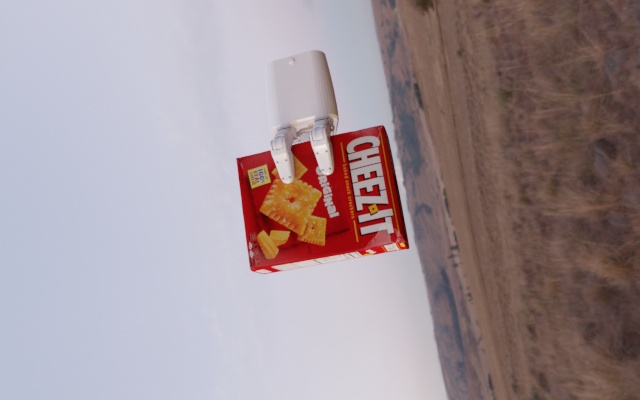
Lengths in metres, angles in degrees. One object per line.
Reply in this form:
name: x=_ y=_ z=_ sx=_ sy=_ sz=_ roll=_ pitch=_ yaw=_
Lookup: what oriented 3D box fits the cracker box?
cracker box: x=0.000 y=0.002 z=0.657 sx=0.214 sy=0.164 sz=0.072 roll=-12 pitch=-15 yaw=12
